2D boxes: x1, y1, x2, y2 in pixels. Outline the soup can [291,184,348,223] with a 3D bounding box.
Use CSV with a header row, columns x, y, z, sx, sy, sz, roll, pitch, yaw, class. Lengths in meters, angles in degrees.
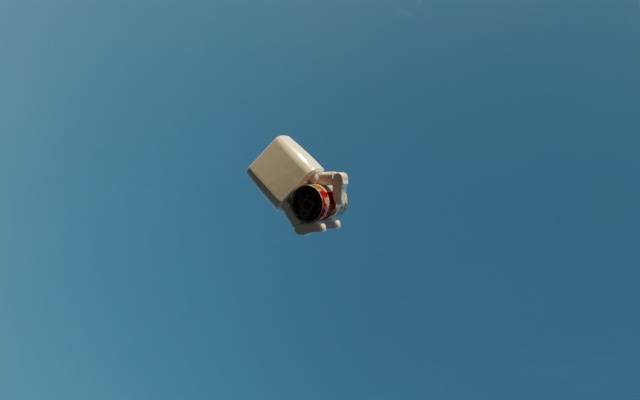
x,y,z,sx,sy,sz,roll,pitch,yaw,class
0.001,0.003,0.898,0.068,0.068,0.102,0,3,31,soup can
